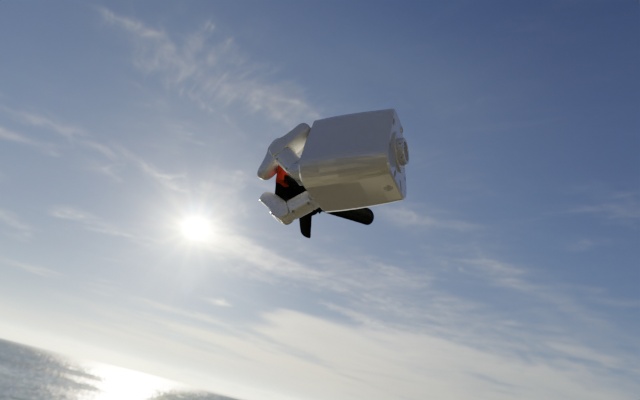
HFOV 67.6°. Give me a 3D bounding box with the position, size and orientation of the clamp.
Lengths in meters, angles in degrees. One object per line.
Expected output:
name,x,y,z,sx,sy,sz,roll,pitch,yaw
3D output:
clamp,0.000,0.002,0.669,0.120,0.039,0.171,-15,-33,16
